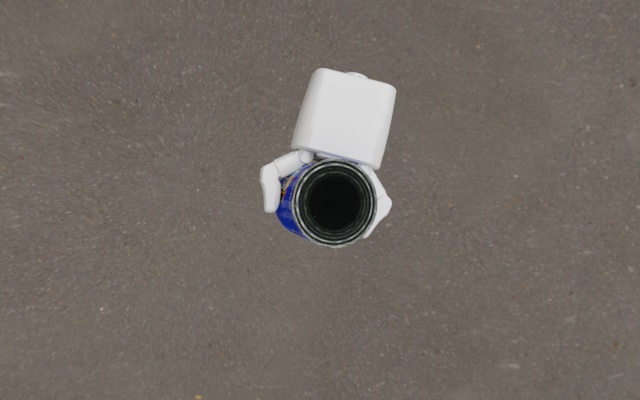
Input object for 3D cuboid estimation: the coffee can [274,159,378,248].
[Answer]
[{"bbox_3d":[0.000,0.002,0.608,0.103,0.103,0.140,0,1,-14],"label":"coffee can"}]
